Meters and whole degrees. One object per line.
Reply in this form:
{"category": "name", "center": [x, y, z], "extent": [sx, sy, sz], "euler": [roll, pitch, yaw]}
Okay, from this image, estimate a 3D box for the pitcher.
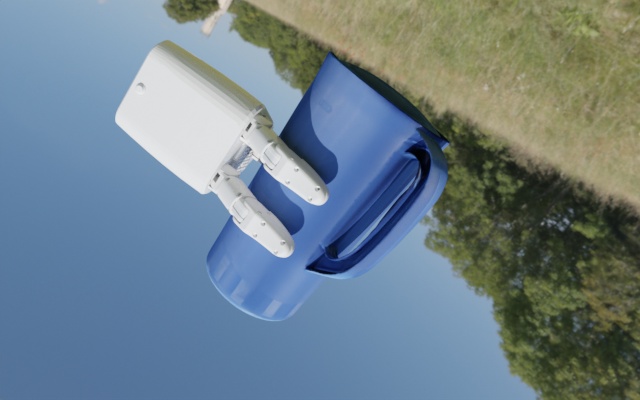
{"category": "pitcher", "center": [0.000, 0.001, 0.447], "extent": [0.145, 0.243, 0.149], "euler": [37, 17, 1]}
